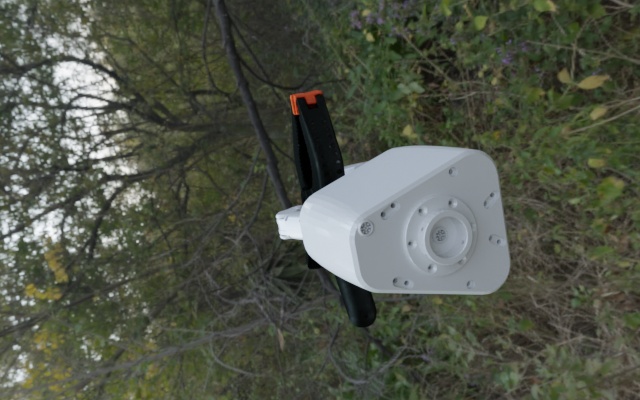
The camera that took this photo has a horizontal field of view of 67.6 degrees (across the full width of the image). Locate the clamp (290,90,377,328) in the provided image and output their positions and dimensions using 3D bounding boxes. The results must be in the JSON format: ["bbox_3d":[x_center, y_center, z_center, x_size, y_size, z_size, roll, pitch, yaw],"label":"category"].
[{"bbox_3d":[-0.001,0.001,0.470,0.036,0.210,0.164,-13,8,-15],"label":"clamp"}]
